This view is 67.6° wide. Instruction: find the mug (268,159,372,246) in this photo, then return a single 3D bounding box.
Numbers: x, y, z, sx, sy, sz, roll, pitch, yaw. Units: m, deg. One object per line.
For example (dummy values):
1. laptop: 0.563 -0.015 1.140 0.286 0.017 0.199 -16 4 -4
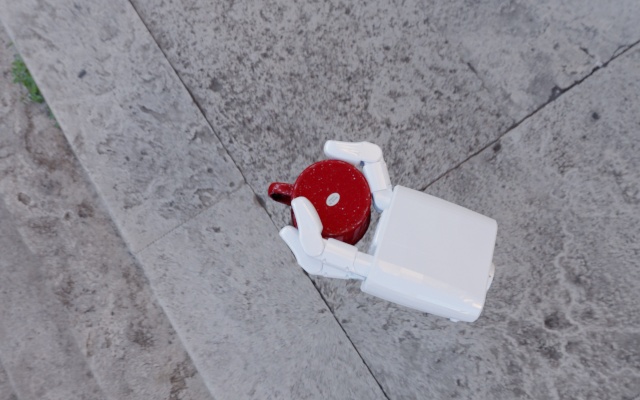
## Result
1. mug: -0.001 0.001 0.514 0.117 0.093 0.081 17 -12 5
